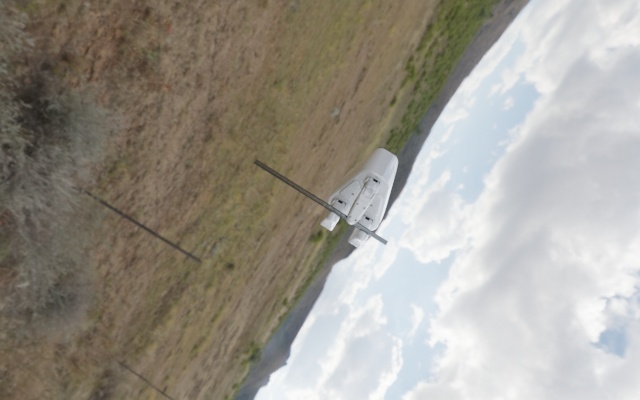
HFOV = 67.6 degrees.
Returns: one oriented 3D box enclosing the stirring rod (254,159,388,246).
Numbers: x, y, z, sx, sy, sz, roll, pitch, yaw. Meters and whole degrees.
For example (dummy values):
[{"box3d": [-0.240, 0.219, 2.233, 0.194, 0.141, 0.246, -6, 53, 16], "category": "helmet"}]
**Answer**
[{"box3d": [0.000, 0.002, 0.739, 0.239, 0.011, 0.011, 32, 1, 1], "category": "stirring rod"}]
